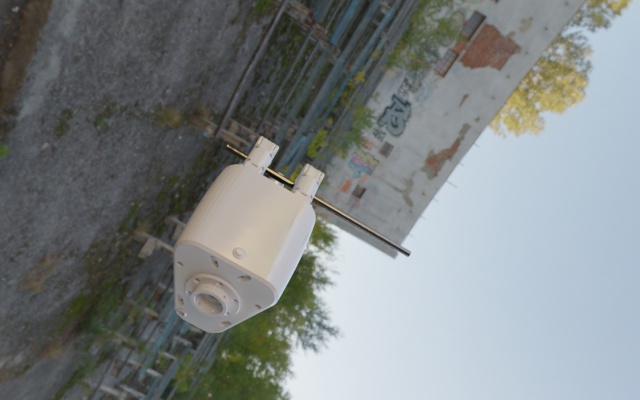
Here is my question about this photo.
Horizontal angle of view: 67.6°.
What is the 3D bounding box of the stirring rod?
[{"bbox_3d":[0.000,0.002,0.539,0.239,0.011,0.011,31,-4,-7],"label":"stirring rod"}]
